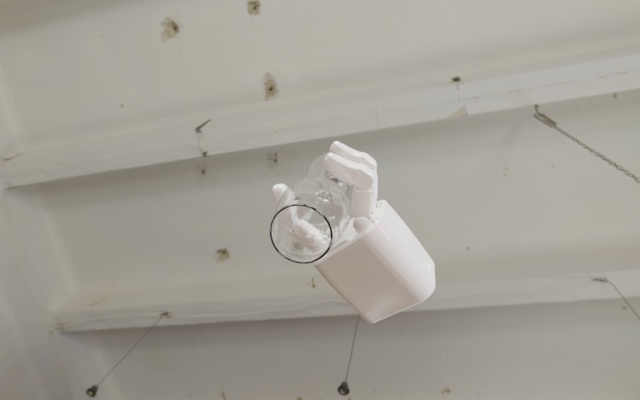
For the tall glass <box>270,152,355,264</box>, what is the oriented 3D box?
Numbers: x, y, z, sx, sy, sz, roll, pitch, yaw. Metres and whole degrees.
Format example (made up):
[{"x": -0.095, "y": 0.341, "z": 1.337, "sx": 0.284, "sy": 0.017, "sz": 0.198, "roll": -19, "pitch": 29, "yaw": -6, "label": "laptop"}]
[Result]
[{"x": 0.000, "y": 0.001, "z": 0.546, "sx": 0.079, "sy": 0.079, "sz": 0.201, "roll": 0, "pitch": 18, "yaw": 12, "label": "tall glass"}]
